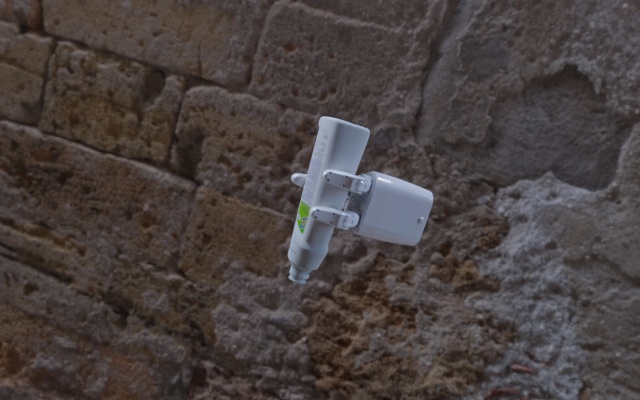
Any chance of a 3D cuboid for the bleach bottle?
[{"bbox_3d":[0.000,0.002,0.729,0.068,0.251,0.102,16,8,-15],"label":"bleach bottle"}]
